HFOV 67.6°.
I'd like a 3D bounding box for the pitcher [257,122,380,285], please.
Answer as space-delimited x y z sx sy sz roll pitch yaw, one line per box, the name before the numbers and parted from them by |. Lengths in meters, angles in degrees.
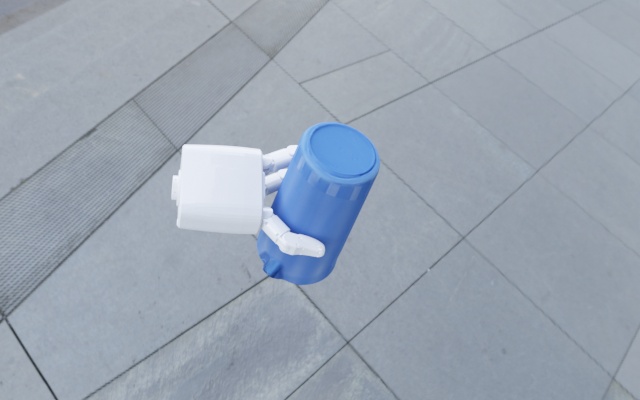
pitcher | 0.000 0.002 0.692 0.145 0.149 0.243 5 -39 -17
